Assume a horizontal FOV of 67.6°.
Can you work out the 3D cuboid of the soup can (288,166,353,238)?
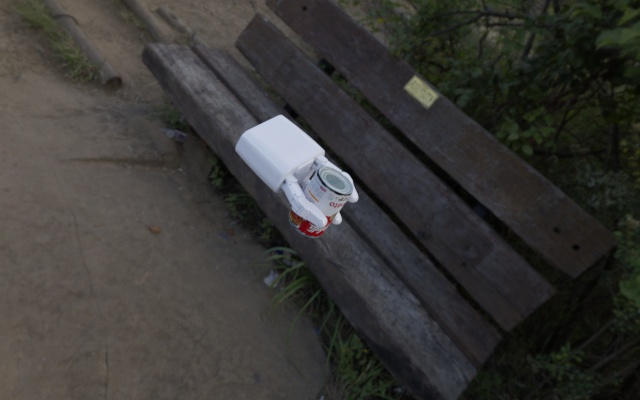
[{"bbox_3d":[0.001,0.003,0.782,0.068,0.068,0.102,0,-45,-44],"label":"soup can"}]
